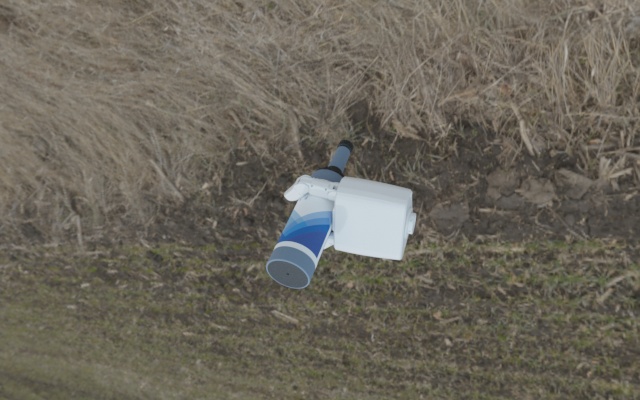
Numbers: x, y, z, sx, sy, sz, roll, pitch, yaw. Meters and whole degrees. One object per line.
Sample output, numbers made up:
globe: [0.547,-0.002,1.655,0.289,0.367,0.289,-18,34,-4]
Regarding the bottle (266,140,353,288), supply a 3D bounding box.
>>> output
bottle: [0.000,0.003,0.768,0.069,0.069,0.295,0,44,26]
